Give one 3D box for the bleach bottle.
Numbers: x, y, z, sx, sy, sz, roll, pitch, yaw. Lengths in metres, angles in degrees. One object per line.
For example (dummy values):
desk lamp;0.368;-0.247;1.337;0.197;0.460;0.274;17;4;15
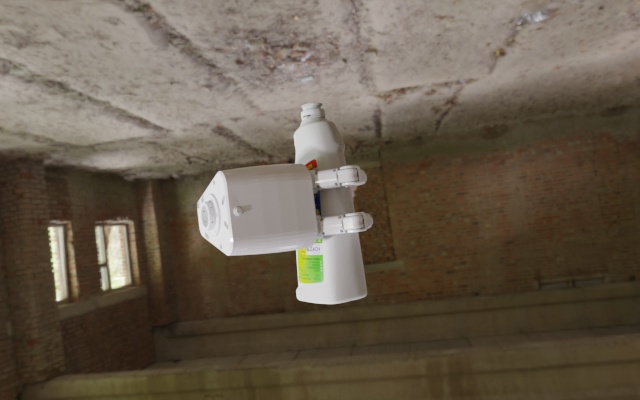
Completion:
bleach bottle;0.000;0.002;0.620;0.068;0.251;0.102;-5;-4;-32
